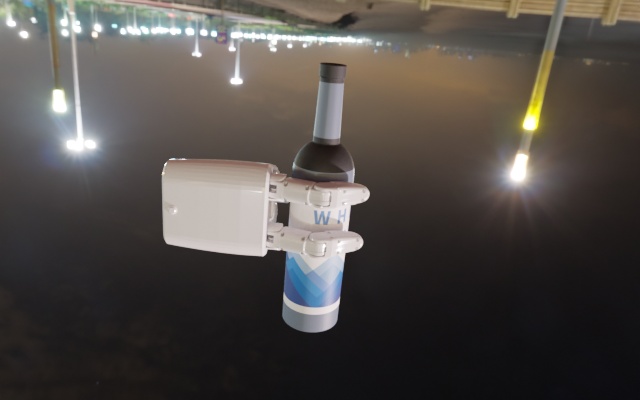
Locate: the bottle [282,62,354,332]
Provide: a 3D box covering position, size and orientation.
[{"bbox_3d":[0.000,0.002,0.526,0.069,0.296,0.069,5,20,-2],"label":"bottle"}]
